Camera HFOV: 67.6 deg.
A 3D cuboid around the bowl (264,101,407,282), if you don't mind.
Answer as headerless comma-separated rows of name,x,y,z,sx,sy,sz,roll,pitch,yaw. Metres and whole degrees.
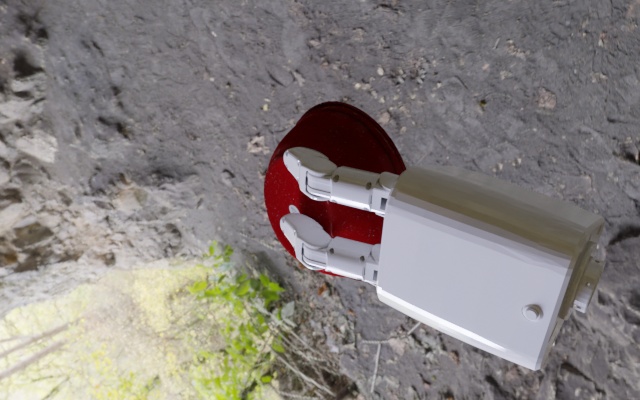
bowl,-0.001,0.001,0.403,0.055,0.162,0.162,-19,11,-36
